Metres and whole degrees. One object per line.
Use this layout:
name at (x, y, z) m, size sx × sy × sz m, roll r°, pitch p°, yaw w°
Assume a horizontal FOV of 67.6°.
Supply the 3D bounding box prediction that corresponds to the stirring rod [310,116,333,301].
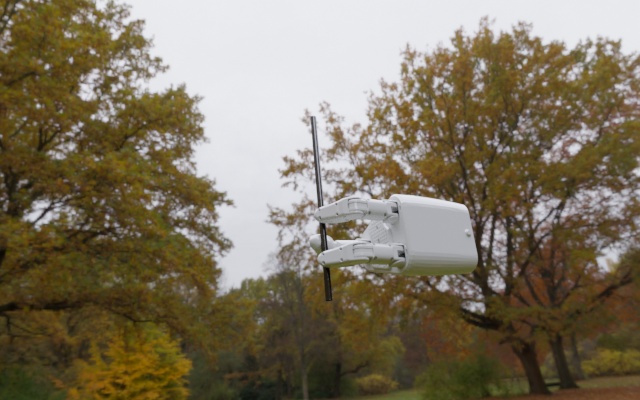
stirring rod at (0.000, 0.002, 0.586) m, size 0.011 × 0.239 × 0.011 m, roll -4°, pitch -21°, yaw -2°
